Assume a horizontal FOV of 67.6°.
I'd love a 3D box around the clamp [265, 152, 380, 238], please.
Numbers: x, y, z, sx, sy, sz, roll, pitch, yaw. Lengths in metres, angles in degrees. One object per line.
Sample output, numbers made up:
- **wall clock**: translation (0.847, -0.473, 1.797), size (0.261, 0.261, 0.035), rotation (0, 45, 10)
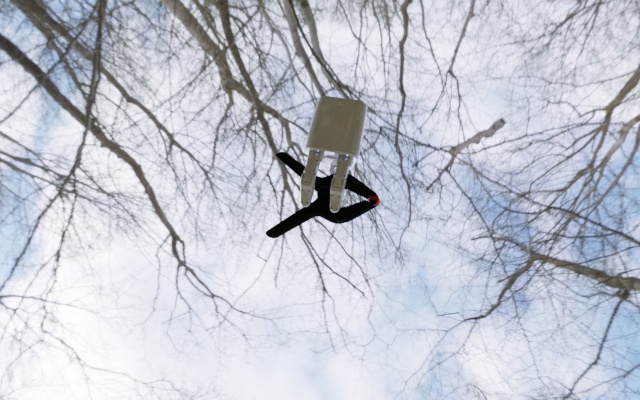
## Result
- **clamp**: translation (0.001, 0.003, 0.870), size (0.210, 0.164, 0.036), rotation (10, -10, 14)
